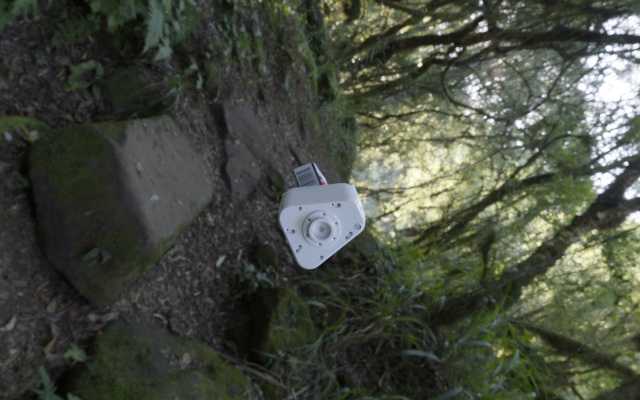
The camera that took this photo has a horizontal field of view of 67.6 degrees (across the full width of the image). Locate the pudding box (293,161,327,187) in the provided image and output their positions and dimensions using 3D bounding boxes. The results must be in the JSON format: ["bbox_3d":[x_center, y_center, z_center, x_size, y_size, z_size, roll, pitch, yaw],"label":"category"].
[{"bbox_3d":[0.000,0.002,0.779,0.039,0.113,0.090,-22,-18,6],"label":"pudding box"}]
